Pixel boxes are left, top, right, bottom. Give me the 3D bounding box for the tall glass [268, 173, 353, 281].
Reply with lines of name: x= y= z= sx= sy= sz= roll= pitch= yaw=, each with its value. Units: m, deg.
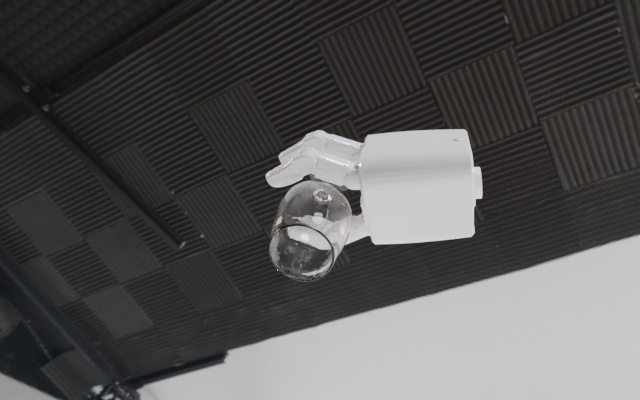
tall glass: x=0.000 y=0.001 z=0.515 sx=0.079 sy=0.079 sz=0.201 roll=0 pitch=28 yaw=12
